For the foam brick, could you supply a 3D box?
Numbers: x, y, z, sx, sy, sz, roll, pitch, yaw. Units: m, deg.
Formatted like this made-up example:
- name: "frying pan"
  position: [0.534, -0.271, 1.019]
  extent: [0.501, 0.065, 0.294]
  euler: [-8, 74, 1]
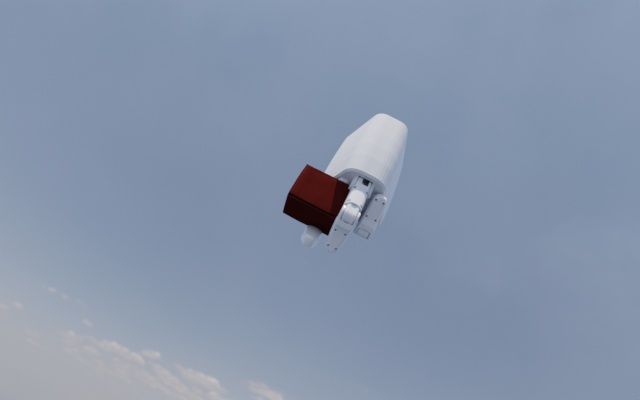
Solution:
- name: "foam brick"
  position: [0.000, 0.002, 0.596]
  extent: [0.078, 0.051, 0.053]
  euler: [27, -30, 0]
